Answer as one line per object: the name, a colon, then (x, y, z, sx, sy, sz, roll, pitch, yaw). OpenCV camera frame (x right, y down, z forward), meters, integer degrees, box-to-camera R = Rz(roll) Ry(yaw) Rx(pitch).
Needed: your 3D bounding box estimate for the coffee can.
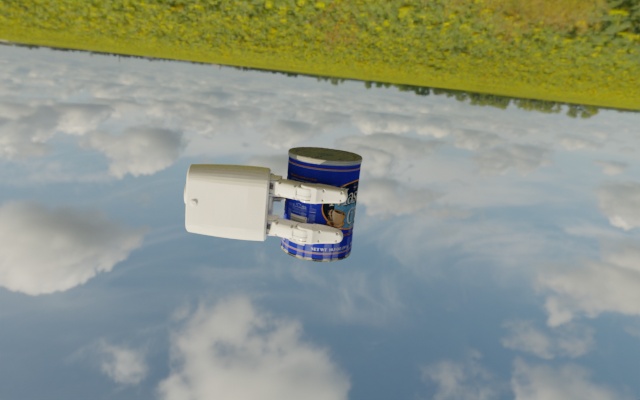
coffee can: (0.000, 0.002, 0.673, 0.103, 0.140, 0.102, 5, 15, -1)
